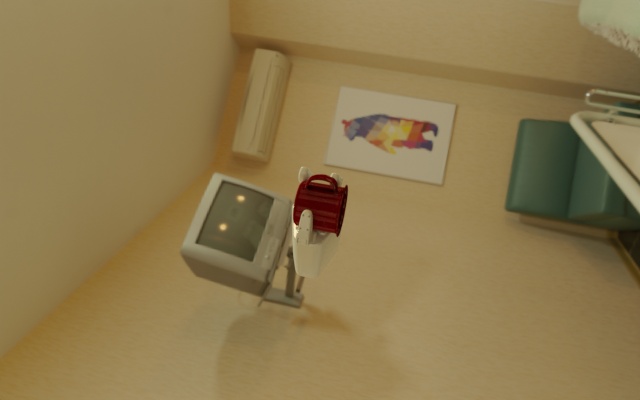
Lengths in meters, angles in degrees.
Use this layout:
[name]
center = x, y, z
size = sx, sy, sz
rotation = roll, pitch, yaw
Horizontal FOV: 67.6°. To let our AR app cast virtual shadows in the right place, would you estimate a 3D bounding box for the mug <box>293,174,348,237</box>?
[mug]
center = 0.000, 0.002, 0.829
size = 0.081, 0.117, 0.093
rotation = 10, 45, 8
